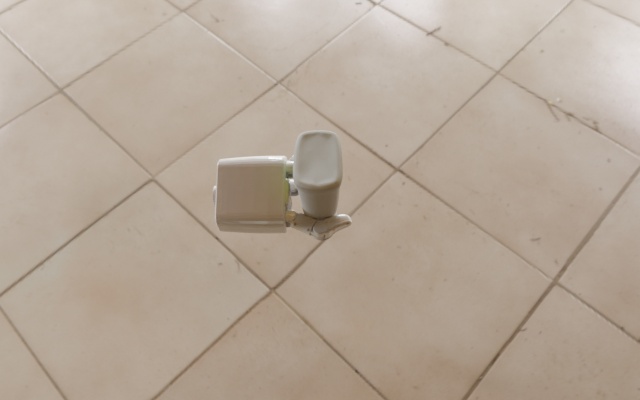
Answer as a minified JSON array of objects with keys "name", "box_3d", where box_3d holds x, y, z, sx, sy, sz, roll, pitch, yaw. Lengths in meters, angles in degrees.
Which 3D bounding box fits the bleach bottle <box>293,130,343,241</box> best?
[{"name":"bleach bottle","box_3d":[0.000,0.002,0.754,0.068,0.102,0.251,0,-30,2]}]
